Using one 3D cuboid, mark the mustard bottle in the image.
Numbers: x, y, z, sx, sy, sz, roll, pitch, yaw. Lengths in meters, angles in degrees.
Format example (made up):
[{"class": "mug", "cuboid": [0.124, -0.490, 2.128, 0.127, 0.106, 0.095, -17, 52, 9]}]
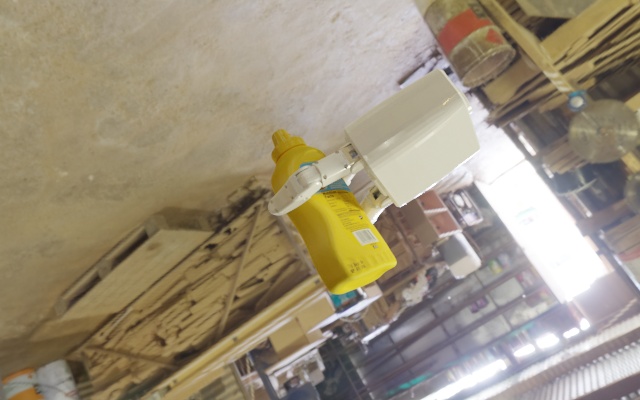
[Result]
[{"class": "mustard bottle", "cuboid": [0.000, 0.002, 0.508, 0.058, 0.191, 0.096, -43, -22, 32]}]
